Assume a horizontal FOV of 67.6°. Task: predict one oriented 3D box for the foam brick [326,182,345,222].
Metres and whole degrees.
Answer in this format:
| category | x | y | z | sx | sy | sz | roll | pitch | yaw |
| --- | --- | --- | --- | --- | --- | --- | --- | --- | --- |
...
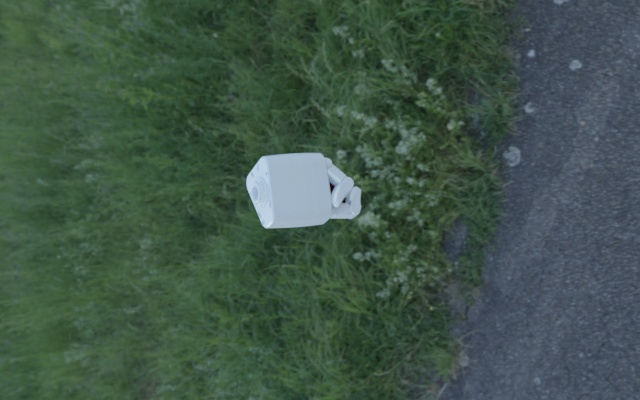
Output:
| category | x | y | z | sx | sy | sz | roll | pitch | yaw |
| --- | --- | --- | --- | --- | --- | --- | --- | --- | --- |
| foam brick | 0.000 | 0.003 | 0.850 | 0.051 | 0.053 | 0.078 | -5 | -22 | -32 |
